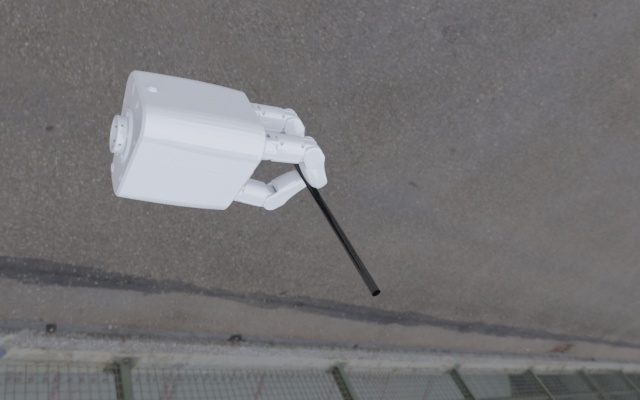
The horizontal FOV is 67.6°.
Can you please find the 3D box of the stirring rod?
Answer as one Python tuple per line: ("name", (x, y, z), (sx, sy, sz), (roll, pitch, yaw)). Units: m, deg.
("stirring rod", (0.000, 0.002, 0.479), (0.011, 0.011, 0.239), (0, 39, -30))
